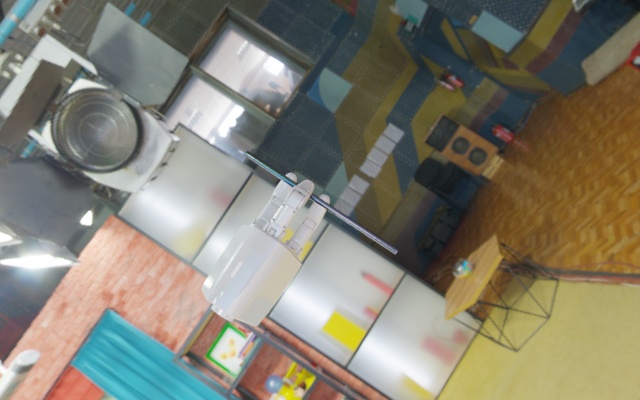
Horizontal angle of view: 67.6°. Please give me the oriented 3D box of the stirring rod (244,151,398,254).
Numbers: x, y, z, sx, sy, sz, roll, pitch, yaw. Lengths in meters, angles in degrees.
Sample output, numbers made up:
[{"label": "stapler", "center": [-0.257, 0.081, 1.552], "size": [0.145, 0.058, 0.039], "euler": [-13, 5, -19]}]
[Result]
[{"label": "stirring rod", "center": [0.000, 0.002, 0.637], "size": [0.239, 0.011, 0.011], "euler": [33, 2, 3]}]
